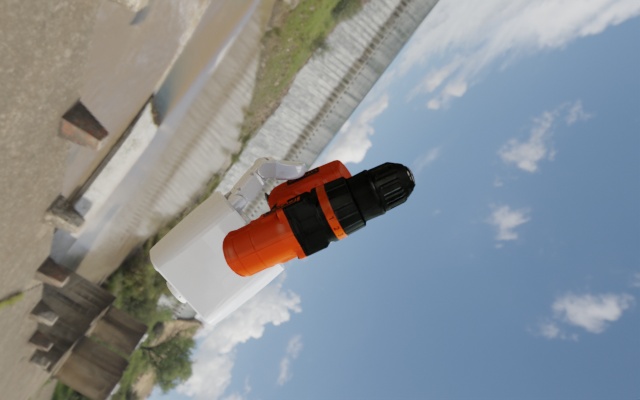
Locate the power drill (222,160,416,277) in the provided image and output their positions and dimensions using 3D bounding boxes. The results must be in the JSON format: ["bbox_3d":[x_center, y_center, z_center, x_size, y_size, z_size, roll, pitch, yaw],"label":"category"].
[{"bbox_3d":[0.000,0.002,0.496,0.184,0.057,0.187,-23,8,7],"label":"power drill"}]
